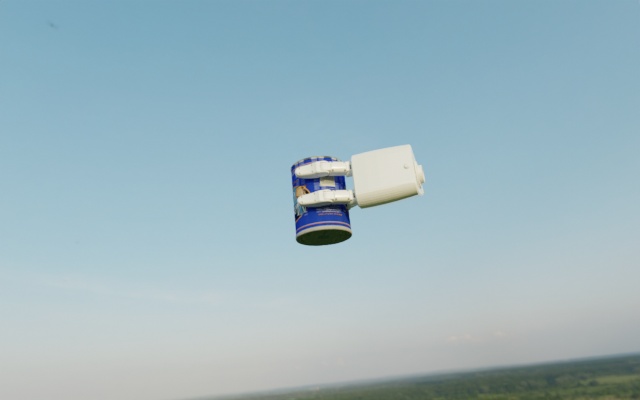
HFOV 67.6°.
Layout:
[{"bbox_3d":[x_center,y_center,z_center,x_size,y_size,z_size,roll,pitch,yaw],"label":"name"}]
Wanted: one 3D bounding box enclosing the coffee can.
[{"bbox_3d":[0.000,0.003,0.883,0.103,0.140,0.103,-5,-21,-2],"label":"coffee can"}]
